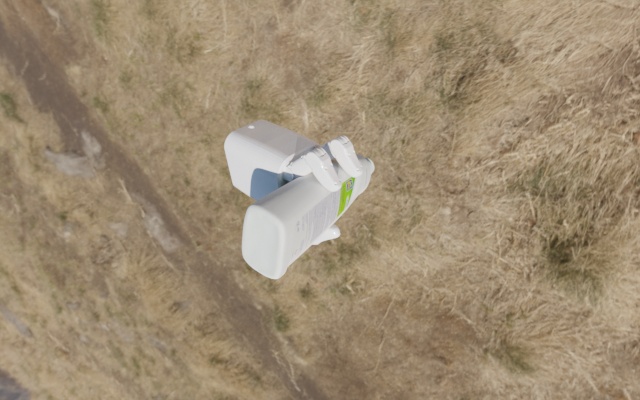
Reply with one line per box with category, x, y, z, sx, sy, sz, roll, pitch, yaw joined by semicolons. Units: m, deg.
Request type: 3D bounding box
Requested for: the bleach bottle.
bleach bottle;0.000;0.002;0.665;0.068;0.103;0.250;28;38;24
